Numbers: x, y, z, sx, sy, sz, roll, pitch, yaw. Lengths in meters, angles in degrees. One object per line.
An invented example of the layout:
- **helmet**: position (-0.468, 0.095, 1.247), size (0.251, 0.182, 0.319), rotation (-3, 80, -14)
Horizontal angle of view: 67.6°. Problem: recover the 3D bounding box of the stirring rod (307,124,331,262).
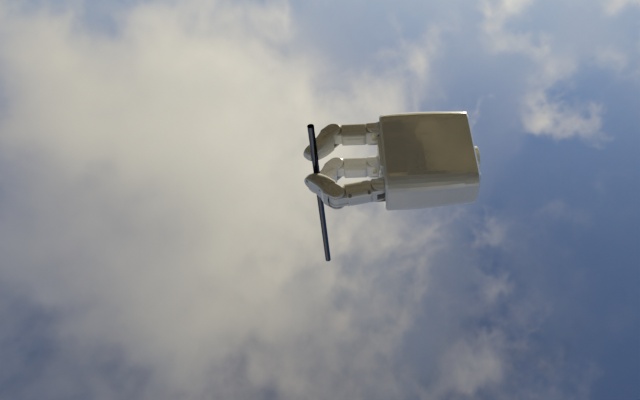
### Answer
- **stirring rod**: position (0.000, 0.002, 0.609), size (0.011, 0.011, 0.240), rotation (0, -44, 7)
